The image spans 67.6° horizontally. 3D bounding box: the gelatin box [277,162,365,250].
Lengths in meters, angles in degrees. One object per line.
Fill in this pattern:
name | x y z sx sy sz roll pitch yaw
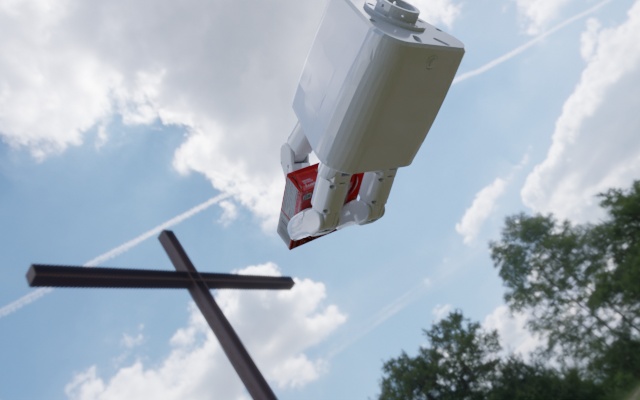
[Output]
gelatin box | 0.000 0.001 0.461 0.073 0.030 0.089 -20 -34 -29
